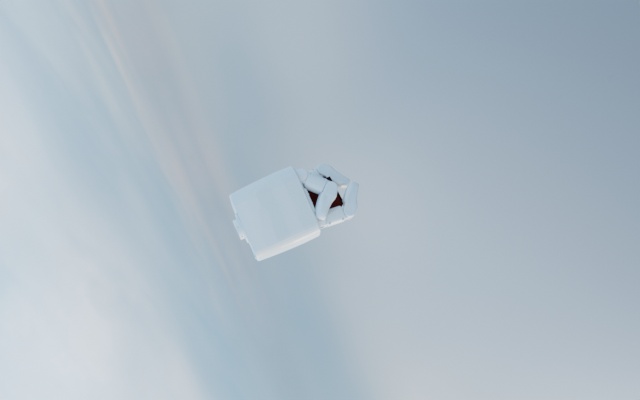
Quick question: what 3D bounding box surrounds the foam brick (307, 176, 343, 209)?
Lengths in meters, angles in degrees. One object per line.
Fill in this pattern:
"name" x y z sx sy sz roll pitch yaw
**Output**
"foam brick" 0.000 0.003 0.791 0.051 0.053 0.078 -25 -12 -12
